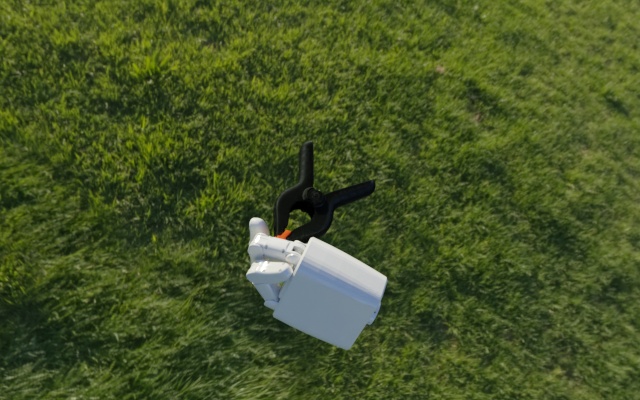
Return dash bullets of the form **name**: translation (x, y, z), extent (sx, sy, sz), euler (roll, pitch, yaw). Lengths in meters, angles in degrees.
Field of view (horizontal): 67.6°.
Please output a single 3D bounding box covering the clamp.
- **clamp**: translation (0.000, 0.002, 0.640), extent (0.120, 0.171, 0.039), euler (23, -32, 6)
